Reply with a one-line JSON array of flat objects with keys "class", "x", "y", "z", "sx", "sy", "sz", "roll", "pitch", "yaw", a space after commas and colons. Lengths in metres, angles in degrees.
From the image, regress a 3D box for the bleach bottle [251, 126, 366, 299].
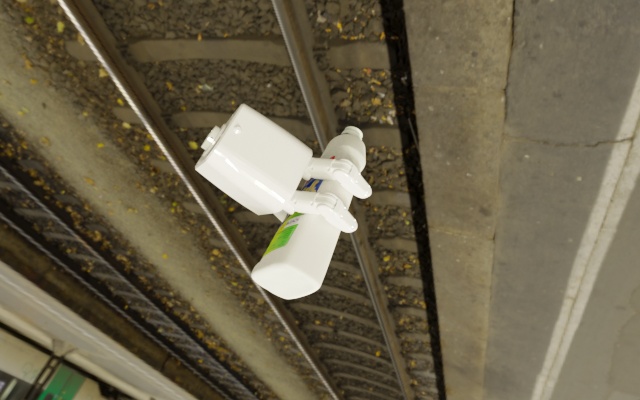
[{"class": "bleach bottle", "x": 0.000, "y": 0.002, "z": 0.634, "sx": 0.068, "sy": 0.250, "sz": 0.102, "roll": 36, "pitch": -34, "yaw": -18}]
